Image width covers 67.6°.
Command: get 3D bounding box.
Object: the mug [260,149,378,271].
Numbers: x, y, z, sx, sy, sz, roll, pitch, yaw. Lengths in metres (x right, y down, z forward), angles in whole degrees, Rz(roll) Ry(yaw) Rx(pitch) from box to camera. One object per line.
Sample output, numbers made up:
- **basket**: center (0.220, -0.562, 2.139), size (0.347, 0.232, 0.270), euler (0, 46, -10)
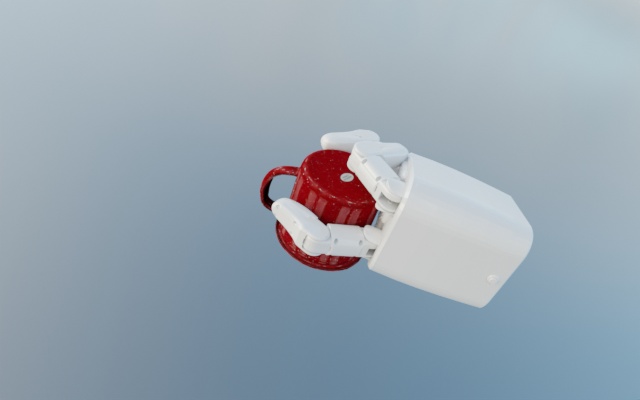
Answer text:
- **mug**: center (-0.001, 0.001, 0.453), size (0.117, 0.081, 0.093), euler (21, 38, 0)
